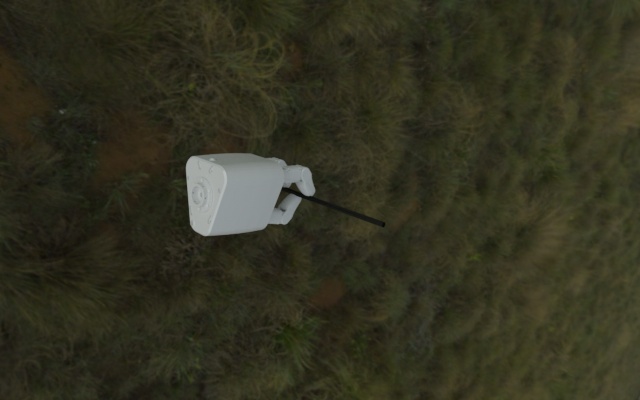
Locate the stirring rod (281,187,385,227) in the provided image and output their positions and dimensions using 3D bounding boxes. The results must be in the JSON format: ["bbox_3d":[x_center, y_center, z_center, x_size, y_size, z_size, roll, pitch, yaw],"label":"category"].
[{"bbox_3d":[0.000,0.002,0.748,0.239,0.011,0.011,20,12,38],"label":"stirring rod"}]
